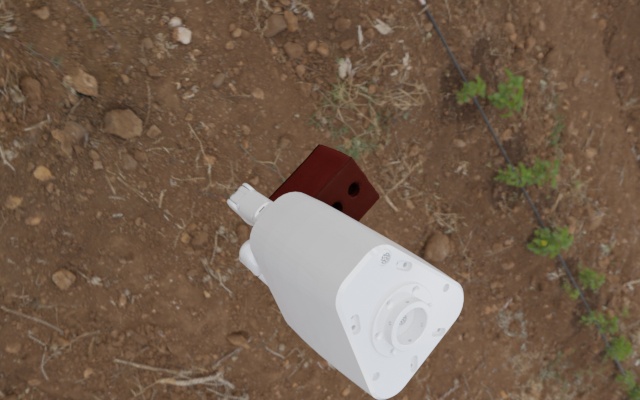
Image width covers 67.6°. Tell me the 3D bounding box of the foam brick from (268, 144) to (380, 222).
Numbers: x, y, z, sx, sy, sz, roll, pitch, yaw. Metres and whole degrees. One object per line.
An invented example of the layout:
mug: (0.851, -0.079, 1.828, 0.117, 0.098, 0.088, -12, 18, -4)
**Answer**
foam brick: (0.000, 0.001, 0.401, 0.051, 0.078, 0.053, 25, -20, 53)
